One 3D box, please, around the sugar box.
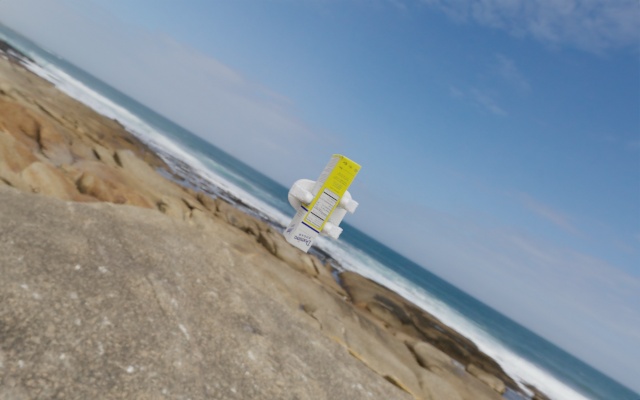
[{"bbox_3d":[0.001,0.003,0.846,0.048,0.176,0.093,30,1,-10],"label":"sugar box"}]
